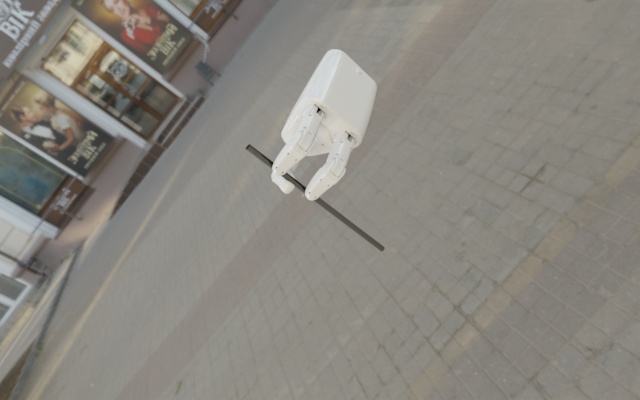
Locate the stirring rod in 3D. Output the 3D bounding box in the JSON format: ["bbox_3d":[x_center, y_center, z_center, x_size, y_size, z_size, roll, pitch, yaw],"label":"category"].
[{"bbox_3d":[0.000,0.002,0.621,0.239,0.011,0.011,37,-18,-25],"label":"stirring rod"}]
